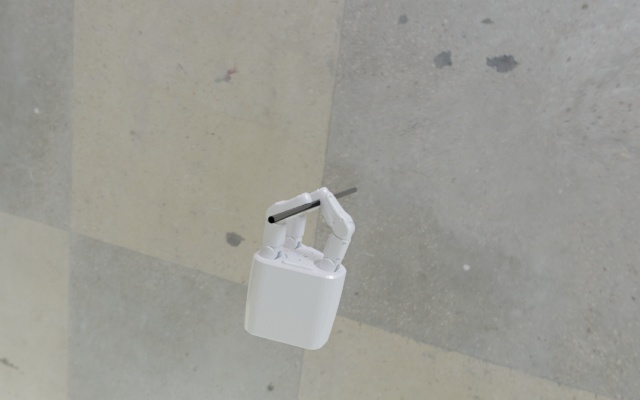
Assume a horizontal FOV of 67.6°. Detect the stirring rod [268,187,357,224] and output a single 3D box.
[{"bbox_3d":[0.000,0.002,0.590,0.011,0.011,0.239,0,8,25],"label":"stirring rod"}]
